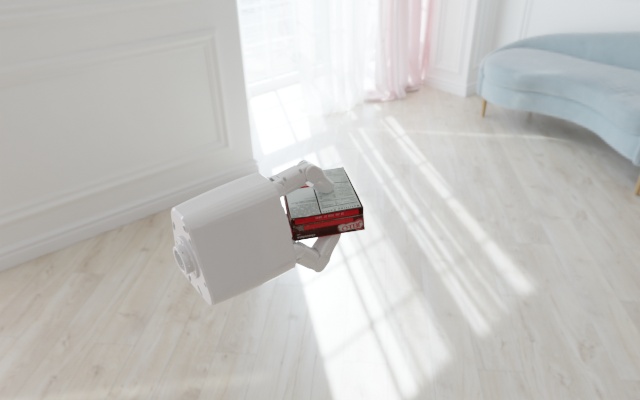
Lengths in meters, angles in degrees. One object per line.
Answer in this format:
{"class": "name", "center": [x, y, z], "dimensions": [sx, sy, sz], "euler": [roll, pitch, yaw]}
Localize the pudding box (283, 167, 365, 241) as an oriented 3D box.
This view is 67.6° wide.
{"class": "pudding box", "center": [0.000, 0.002, 0.607], "dimensions": [0.090, 0.039, 0.113], "euler": [-8, 33, -6]}
